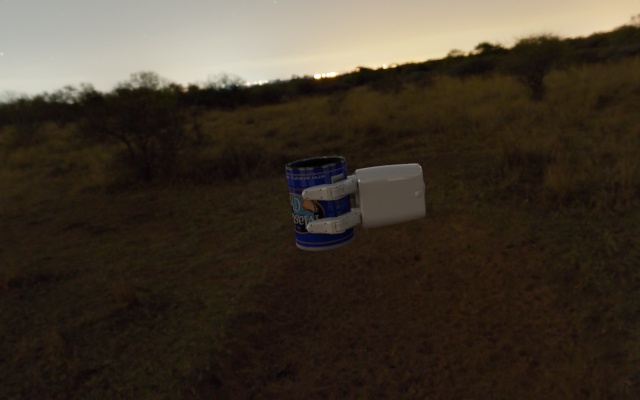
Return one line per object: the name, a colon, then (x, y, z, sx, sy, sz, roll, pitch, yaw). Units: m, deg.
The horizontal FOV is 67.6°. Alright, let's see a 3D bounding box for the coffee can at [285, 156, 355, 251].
coffee can: (0.000, 0.003, 0.810, 0.103, 0.140, 0.102, -7, 14, 2)
